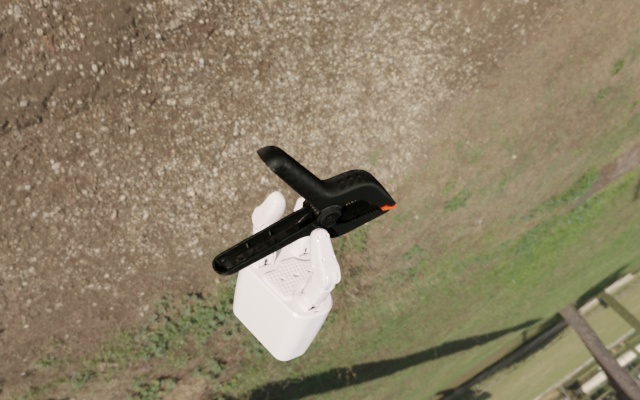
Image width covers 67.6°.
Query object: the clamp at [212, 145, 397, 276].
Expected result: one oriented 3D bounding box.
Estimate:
[{"bbox_3d":[0.001,0.002,0.490,0.210,0.036,0.165,-11,-37,-32],"label":"clamp"}]
